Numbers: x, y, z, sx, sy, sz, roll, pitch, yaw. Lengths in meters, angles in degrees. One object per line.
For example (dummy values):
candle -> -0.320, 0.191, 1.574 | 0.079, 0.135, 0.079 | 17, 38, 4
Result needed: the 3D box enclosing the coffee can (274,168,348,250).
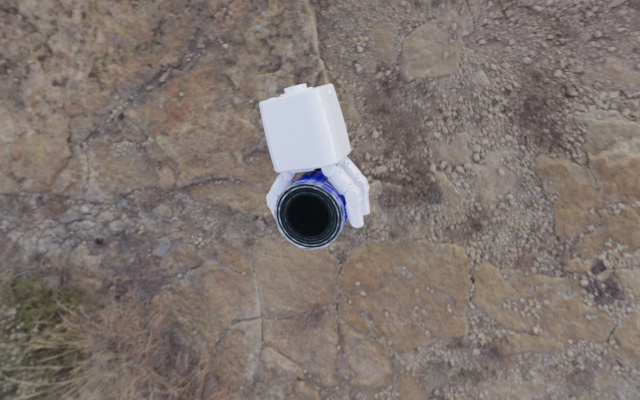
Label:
coffee can -> 0.000, 0.003, 0.741 | 0.103, 0.103, 0.140 | 0, 18, 16
